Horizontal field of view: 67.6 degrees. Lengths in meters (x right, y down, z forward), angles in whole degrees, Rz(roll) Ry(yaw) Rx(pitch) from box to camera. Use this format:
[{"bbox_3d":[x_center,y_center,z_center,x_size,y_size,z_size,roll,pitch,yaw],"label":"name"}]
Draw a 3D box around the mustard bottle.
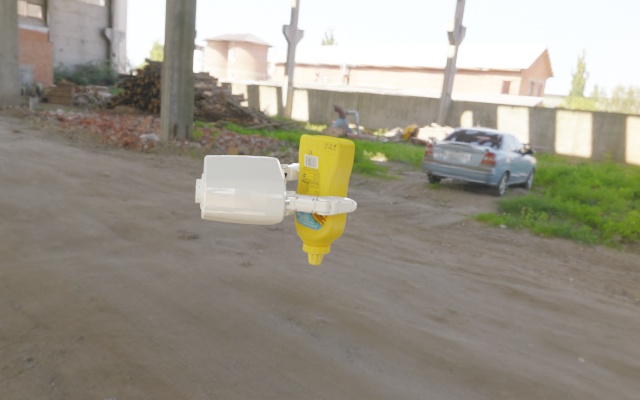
[{"bbox_3d":[0.000,0.002,0.706,0.058,0.192,0.096,-3,14,-39],"label":"mustard bottle"}]
